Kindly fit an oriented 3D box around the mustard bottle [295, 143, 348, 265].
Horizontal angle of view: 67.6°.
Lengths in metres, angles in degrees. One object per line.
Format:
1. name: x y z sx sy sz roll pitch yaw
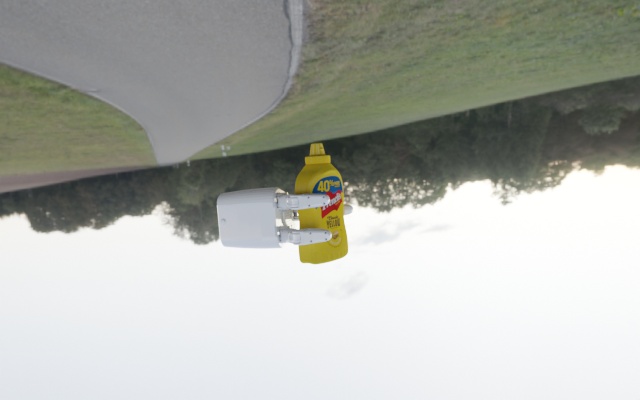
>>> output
1. mustard bottle: 0.000 0.003 0.781 0.058 0.191 0.096 -1 6 42
